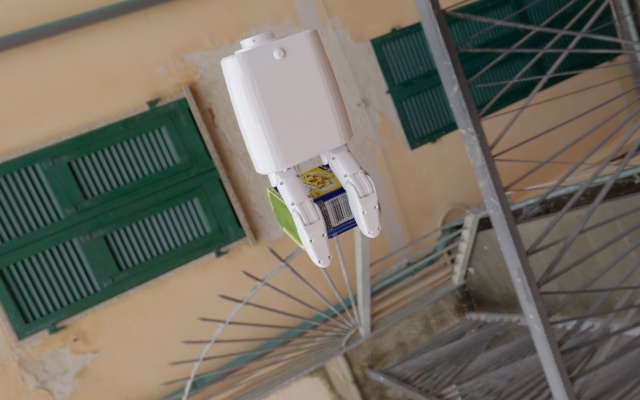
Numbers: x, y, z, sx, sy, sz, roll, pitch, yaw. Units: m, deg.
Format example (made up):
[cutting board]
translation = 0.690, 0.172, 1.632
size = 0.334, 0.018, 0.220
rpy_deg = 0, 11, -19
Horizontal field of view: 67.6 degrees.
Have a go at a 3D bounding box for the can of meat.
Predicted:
[can of meat]
translation = 0.000, 0.002, 0.494
size = 0.084, 0.057, 0.102
rpy_deg = -24, 23, -16
